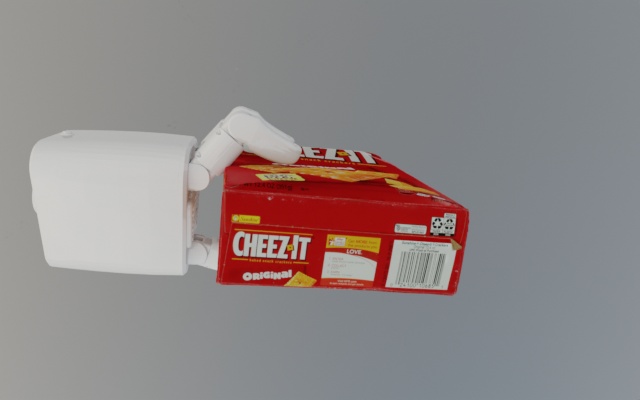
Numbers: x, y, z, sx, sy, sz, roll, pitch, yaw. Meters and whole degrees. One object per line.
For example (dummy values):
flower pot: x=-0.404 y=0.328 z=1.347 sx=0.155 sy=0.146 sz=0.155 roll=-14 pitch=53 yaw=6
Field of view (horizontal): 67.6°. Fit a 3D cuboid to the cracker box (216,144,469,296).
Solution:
cracker box: x=0.000 y=0.002 z=0.402 sx=0.164 sy=0.072 sz=0.213 roll=4 pitch=14 yaw=-11
